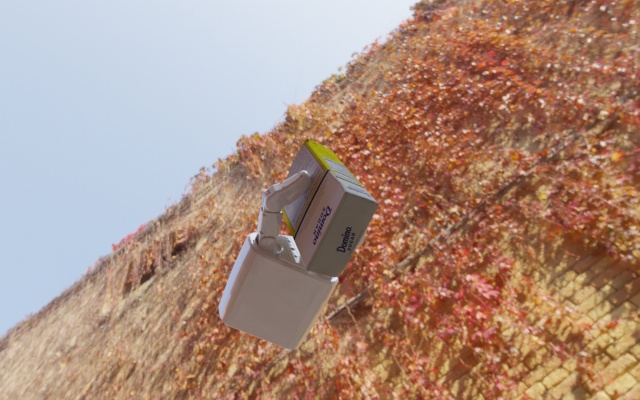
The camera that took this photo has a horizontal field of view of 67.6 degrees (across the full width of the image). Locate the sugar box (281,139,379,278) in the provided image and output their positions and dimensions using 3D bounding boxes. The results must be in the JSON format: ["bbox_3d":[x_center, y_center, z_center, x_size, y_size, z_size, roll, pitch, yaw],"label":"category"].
[{"bbox_3d":[0.000,0.002,0.543,0.048,0.093,0.176,19,18,-25],"label":"sugar box"}]
